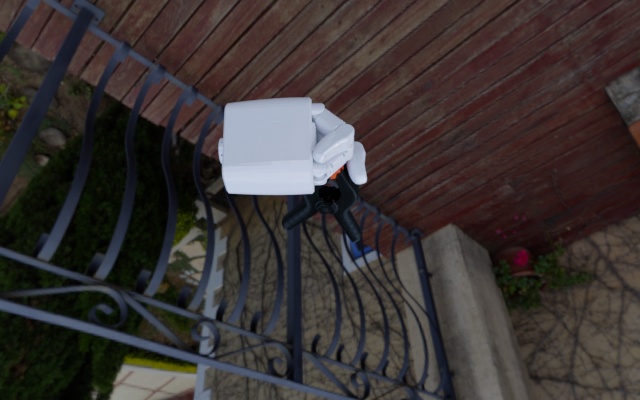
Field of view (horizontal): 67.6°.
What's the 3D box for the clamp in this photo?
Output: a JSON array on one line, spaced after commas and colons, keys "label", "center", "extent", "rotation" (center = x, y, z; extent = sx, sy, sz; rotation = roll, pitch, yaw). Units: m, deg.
[{"label": "clamp", "center": [0.000, 0.003, 0.664], "extent": [0.120, 0.039, 0.172], "rotation": [0, -40, 2]}]
